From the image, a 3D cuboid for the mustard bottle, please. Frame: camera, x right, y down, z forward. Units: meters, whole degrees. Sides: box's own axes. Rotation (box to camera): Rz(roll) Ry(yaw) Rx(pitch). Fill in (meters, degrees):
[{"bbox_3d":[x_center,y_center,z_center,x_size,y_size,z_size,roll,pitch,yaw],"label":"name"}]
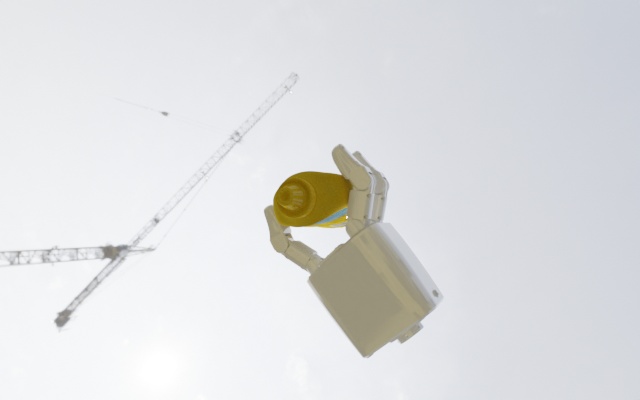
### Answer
[{"bbox_3d":[0.000,0.001,0.548,0.096,0.058,0.191,-16,-8,20],"label":"mustard bottle"}]
